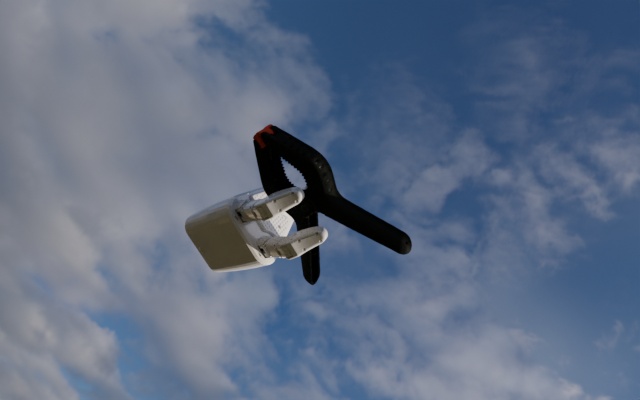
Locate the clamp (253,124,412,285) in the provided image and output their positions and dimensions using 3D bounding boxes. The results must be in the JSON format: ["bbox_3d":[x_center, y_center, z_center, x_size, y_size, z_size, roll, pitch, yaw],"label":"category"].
[{"bbox_3d":[0.000,0.001,0.556,0.164,0.210,0.036,-18,19,36],"label":"clamp"}]
